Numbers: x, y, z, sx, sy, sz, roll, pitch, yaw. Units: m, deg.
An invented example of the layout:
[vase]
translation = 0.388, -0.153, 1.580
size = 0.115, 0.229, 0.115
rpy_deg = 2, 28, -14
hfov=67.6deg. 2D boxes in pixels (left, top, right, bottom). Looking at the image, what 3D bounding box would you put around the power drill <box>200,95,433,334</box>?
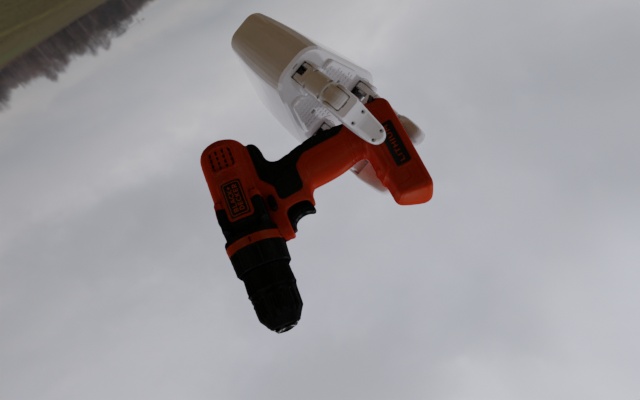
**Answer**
[power drill]
translation = 0.000, 0.001, 0.427
size = 0.187, 0.184, 0.057
rpy_deg = -23, -18, -4
